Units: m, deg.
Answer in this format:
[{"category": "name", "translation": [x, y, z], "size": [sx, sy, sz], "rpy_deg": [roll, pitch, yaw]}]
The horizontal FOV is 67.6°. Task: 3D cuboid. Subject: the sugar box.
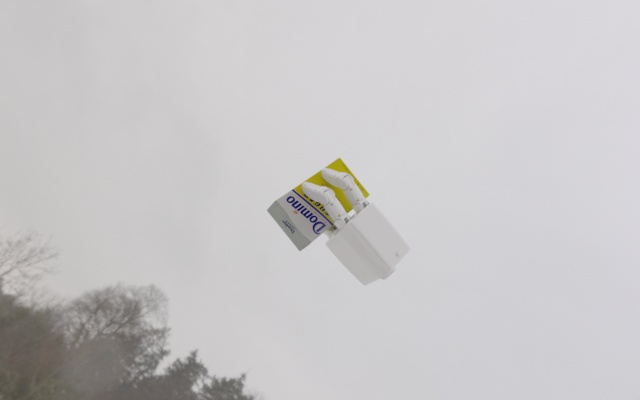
[{"category": "sugar box", "translation": [0.001, 0.003, 0.841], "size": [0.176, 0.093, 0.048], "rpy_deg": [-37, -3, -41]}]
